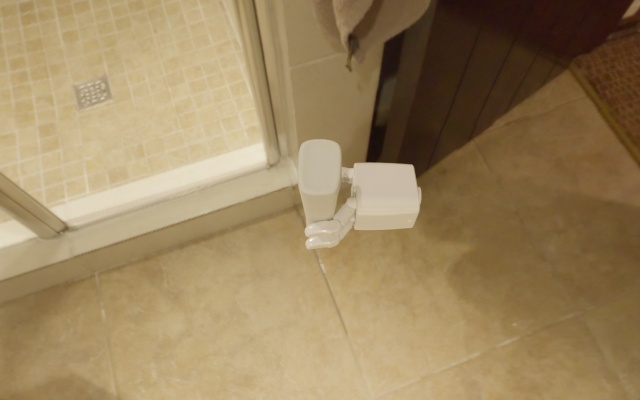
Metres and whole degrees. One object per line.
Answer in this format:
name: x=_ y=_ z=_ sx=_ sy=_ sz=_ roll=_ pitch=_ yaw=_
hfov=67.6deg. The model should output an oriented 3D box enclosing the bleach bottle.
bleach bottle: x=0.000 y=0.003 z=0.835 sx=0.068 sy=0.102 sz=0.251 roll=2 pitch=-26 yaw=2
